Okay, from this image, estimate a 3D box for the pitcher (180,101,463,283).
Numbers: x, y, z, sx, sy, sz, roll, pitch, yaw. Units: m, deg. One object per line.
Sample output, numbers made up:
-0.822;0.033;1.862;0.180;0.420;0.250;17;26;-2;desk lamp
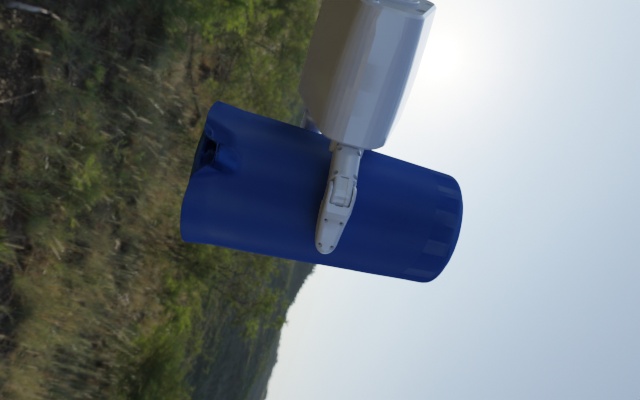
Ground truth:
0.000;0.001;0.463;0.243;0.145;0.149;14;32;-5;pitcher
